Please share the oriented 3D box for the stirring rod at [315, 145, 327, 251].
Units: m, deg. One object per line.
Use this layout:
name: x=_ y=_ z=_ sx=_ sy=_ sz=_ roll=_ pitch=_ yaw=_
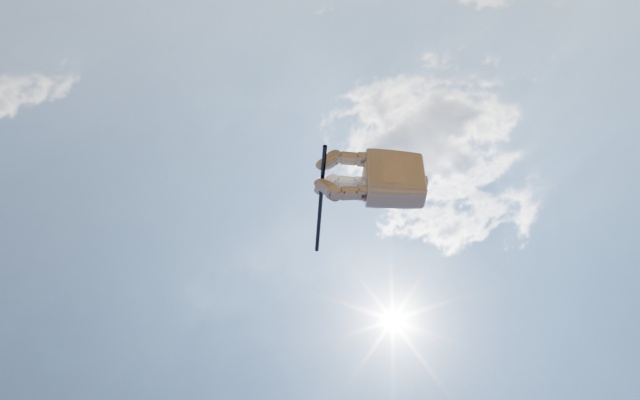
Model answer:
stirring rod: x=0.000 y=0.003 z=0.895 sx=0.011 sy=0.240 sz=0.011 roll=3 pitch=36 yaw=-2
